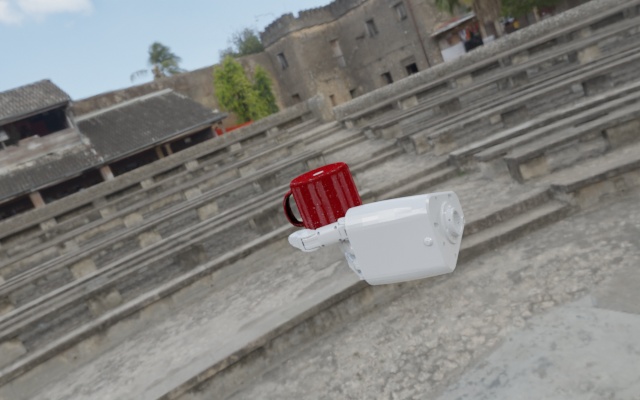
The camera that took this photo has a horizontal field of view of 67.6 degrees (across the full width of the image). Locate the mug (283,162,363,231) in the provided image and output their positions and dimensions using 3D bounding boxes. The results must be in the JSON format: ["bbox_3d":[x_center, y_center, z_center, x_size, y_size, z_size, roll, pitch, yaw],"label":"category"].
[{"bbox_3d":[-0.001,0.002,0.638,0.117,0.081,0.093,-13,14,34],"label":"mug"}]
